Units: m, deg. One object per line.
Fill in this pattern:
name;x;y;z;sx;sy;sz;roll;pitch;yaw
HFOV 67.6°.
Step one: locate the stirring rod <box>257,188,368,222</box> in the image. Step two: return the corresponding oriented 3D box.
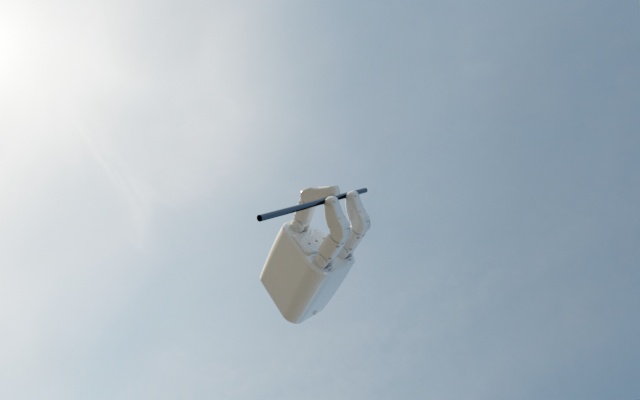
stirring rod;0.000;0.002;0.627;0.011;0.011;0.239;0;8;35
